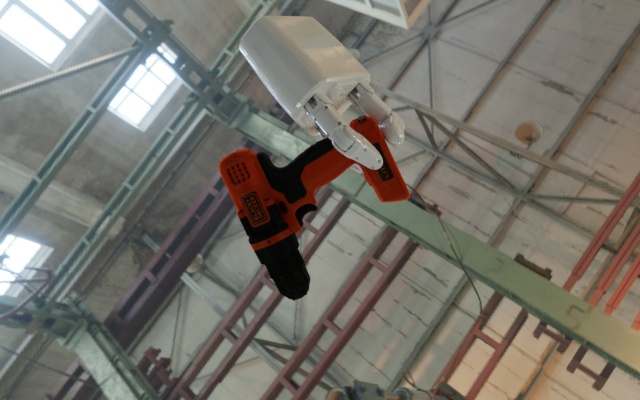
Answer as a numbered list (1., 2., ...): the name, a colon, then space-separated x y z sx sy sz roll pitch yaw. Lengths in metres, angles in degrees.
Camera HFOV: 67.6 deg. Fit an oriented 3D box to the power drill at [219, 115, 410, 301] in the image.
1. power drill: 0.000 0.001 0.539 0.187 0.184 0.057 -25 7 3
